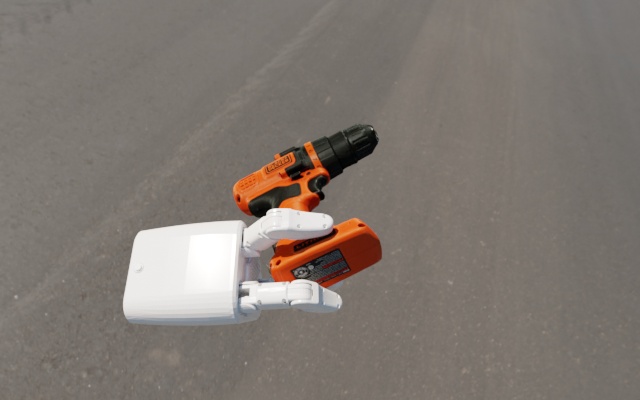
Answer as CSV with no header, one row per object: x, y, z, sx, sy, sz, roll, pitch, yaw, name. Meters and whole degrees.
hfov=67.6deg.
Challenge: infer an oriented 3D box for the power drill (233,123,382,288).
0.000,0.002,0.513,0.184,0.057,0.187,-28,38,5,power drill
